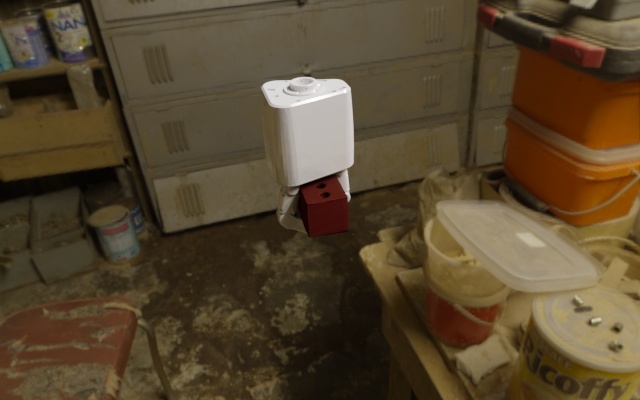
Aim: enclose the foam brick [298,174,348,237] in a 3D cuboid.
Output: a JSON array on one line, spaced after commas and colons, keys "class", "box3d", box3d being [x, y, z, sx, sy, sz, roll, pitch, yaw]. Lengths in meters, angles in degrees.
[{"class": "foam brick", "box3d": [0.000, 0.002, 0.613, 0.053, 0.051, 0.078, -9, 34, -12]}]
